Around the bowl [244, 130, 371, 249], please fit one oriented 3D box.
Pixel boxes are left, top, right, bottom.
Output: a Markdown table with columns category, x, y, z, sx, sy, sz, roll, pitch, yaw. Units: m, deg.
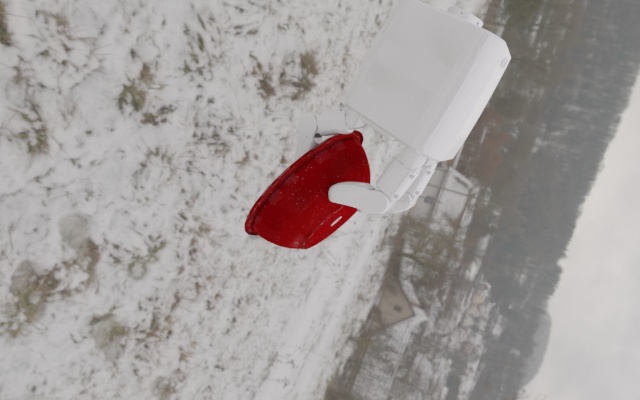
| category | x | y | z | sx | sy | sz | roll | pitch | yaw |
| --- | --- | --- | --- | --- | --- | --- | --- | --- | --- |
| bowl | 0.000 | 0.003 | 0.505 | 0.162 | 0.055 | 0.162 | -38 | -13 | -10 |
